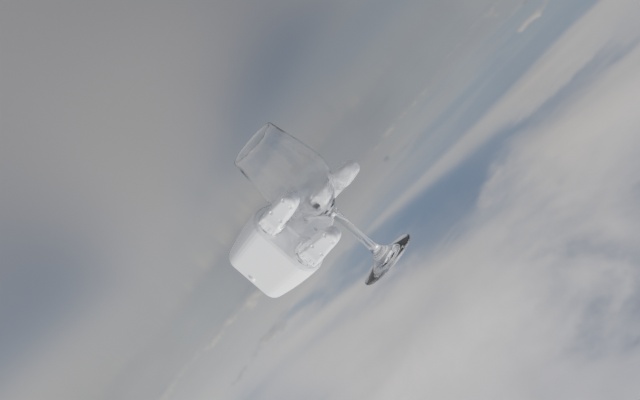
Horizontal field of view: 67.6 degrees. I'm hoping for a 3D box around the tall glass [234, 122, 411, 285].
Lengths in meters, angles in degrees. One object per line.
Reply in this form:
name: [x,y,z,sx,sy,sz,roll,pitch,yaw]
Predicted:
tall glass: [0.001,0.002,0.532,0.201,0.079,0.079,41,-2,-2]
